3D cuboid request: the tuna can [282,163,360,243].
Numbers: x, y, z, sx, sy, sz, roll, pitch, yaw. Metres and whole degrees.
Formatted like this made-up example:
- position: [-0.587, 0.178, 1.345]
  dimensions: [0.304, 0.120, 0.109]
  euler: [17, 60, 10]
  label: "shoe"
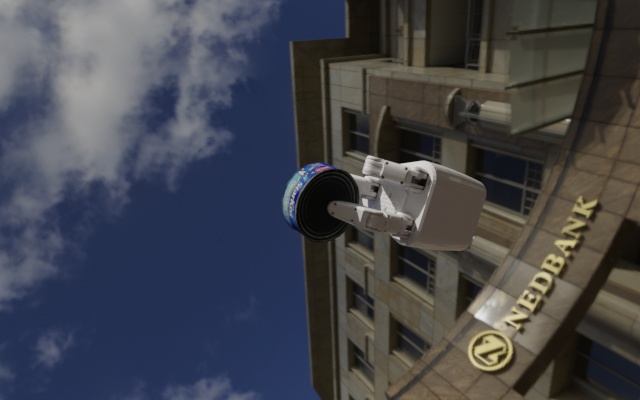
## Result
- position: [0.000, 0.002, 0.534]
  dimensions: [0.086, 0.086, 0.033]
  euler: [0, 18, -37]
  label: "tuna can"
